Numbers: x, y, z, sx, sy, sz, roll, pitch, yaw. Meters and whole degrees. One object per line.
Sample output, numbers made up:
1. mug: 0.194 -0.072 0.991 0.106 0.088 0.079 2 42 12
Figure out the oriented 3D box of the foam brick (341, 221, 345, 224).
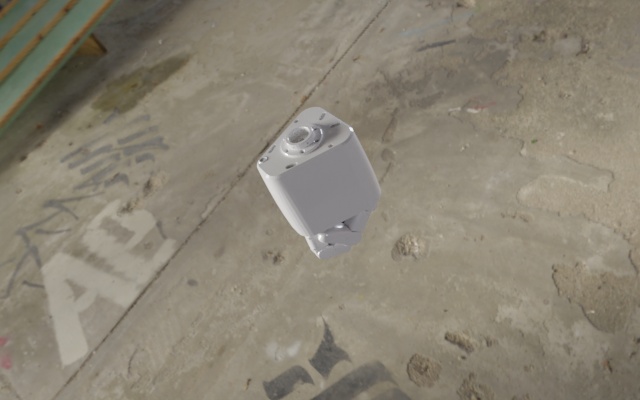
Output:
1. foam brick: 0.000 0.002 0.643 0.078 0.053 0.051 42 -12 44
